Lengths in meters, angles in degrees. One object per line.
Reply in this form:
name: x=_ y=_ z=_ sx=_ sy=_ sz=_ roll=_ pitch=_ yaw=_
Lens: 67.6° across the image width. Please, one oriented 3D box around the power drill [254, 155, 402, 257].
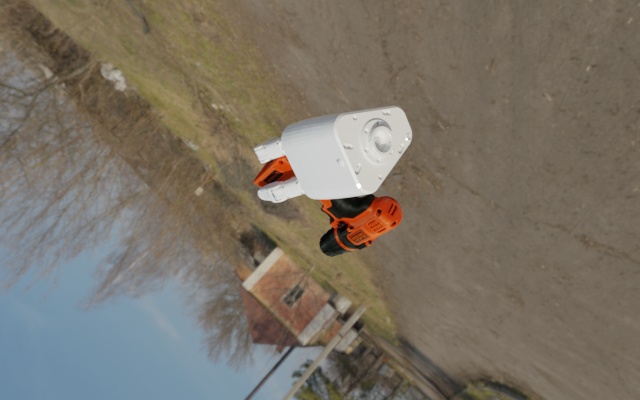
power drill: x=0.000 y=0.002 z=0.686 sx=0.188 sy=0.057 sz=0.184 roll=37 pitch=-36 yaw=-12
